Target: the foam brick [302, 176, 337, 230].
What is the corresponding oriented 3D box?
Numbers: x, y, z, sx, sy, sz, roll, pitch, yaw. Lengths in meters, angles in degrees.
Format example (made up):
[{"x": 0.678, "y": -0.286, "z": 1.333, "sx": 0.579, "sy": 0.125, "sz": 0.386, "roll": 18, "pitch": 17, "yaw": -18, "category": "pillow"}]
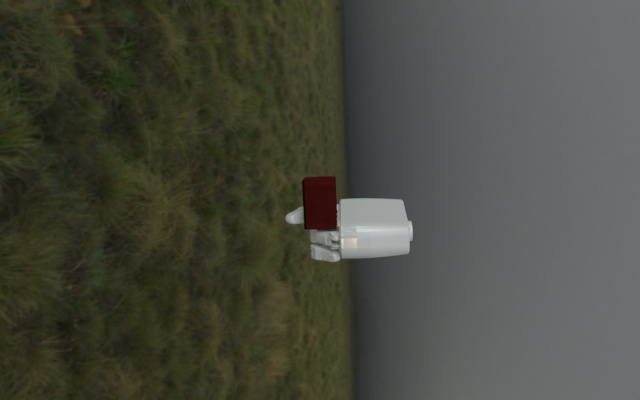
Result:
[{"x": 0.000, "y": 0.002, "z": 0.757, "sx": 0.051, "sy": 0.078, "sz": 0.053, "roll": -2, "pitch": 12, "yaw": 4, "category": "foam brick"}]
